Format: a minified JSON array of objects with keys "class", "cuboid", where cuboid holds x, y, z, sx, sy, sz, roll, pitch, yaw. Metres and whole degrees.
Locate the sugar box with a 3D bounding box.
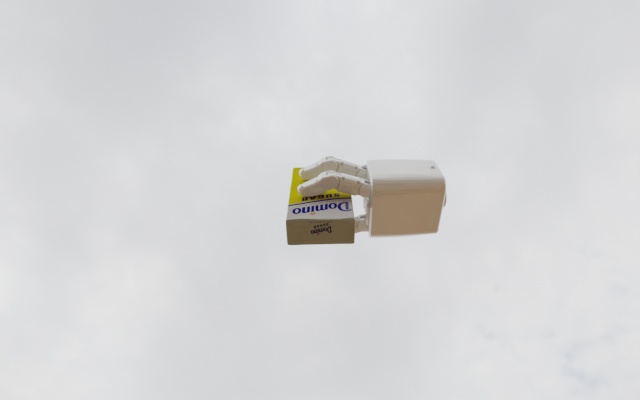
[{"class":"sugar box","cuboid":[0.000,0.002,0.705,0.093,0.048,0.176,-2,25,0]}]
